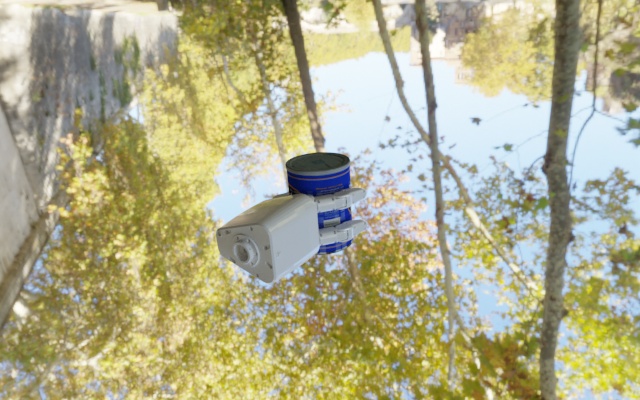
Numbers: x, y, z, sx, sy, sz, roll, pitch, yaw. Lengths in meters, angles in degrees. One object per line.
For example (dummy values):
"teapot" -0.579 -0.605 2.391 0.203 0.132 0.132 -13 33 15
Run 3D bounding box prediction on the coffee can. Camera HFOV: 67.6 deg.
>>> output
"coffee can" 0.000 0.002 0.776 0.103 0.140 0.102 -3 22 1
